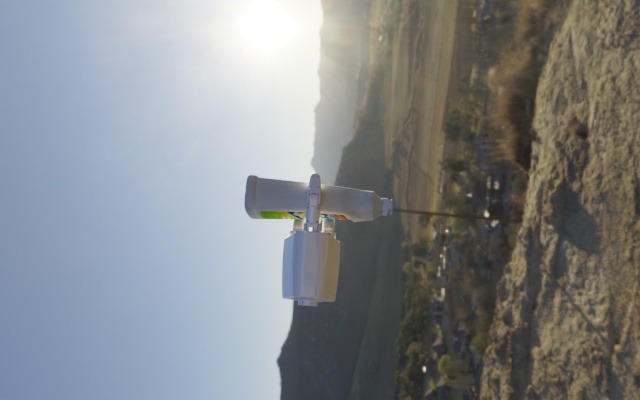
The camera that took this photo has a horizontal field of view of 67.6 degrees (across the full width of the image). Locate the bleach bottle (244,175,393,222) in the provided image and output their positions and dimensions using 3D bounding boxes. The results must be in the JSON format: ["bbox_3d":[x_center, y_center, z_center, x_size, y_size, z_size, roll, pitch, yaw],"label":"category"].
[{"bbox_3d":[0.000,0.003,0.835,0.251,0.068,0.102,3,-14,1],"label":"bleach bottle"}]
